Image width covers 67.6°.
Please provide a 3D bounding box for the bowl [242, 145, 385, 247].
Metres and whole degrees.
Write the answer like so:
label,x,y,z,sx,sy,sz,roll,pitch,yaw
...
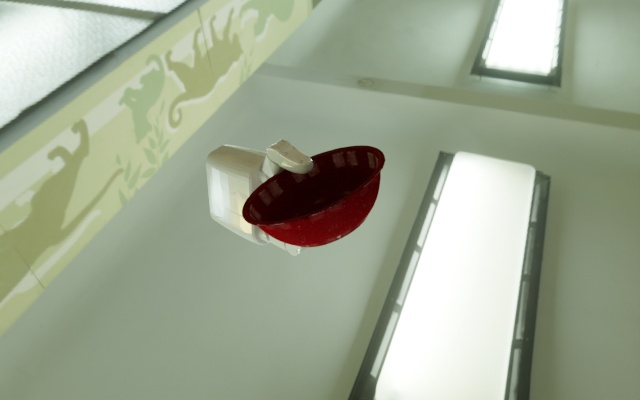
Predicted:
label,x,y,z,sx,sy,sz,roll,pitch,yaw
bowl,0.001,0.002,0.511,0.162,0.055,0.162,-20,22,9
